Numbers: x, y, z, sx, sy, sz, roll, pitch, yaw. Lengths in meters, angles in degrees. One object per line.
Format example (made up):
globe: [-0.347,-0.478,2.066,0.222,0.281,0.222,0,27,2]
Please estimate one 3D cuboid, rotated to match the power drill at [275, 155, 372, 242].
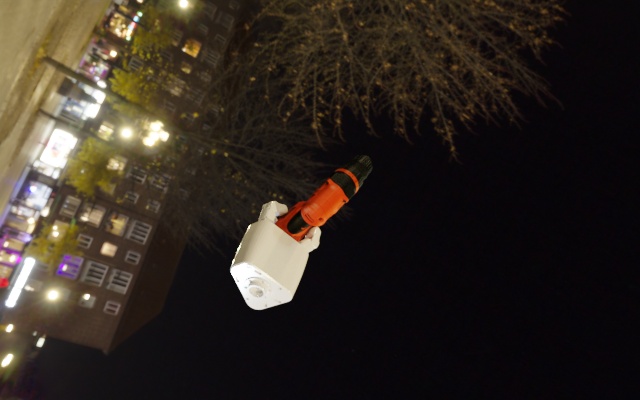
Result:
power drill: [0.000,0.003,0.864,0.184,0.057,0.188,-42,1,-38]
